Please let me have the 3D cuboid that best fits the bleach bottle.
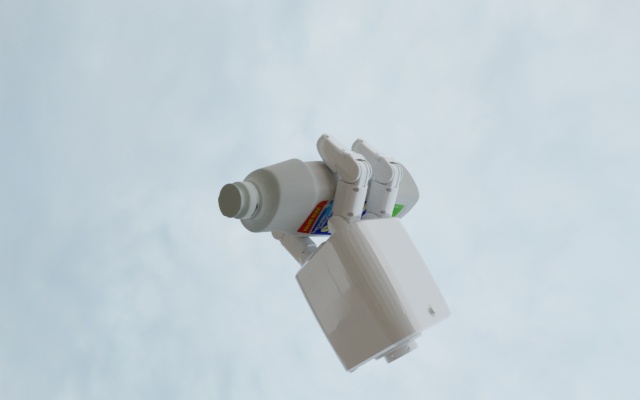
[{"bbox_3d":[0.000,0.001,0.482,0.103,0.068,0.251,-41,-23,32],"label":"bleach bottle"}]
